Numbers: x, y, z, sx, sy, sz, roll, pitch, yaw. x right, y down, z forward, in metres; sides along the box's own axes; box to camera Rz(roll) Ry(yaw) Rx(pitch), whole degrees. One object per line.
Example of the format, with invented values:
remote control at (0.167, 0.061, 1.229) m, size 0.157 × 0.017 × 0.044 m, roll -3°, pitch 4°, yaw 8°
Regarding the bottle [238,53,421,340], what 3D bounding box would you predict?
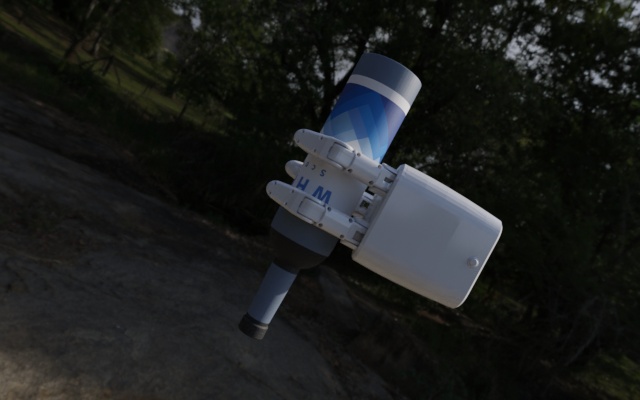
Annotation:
bottle at (0.000, 0.001, 0.473) m, size 0.069 × 0.295 × 0.069 m, roll 28°, pitch 0°, yaw 0°
